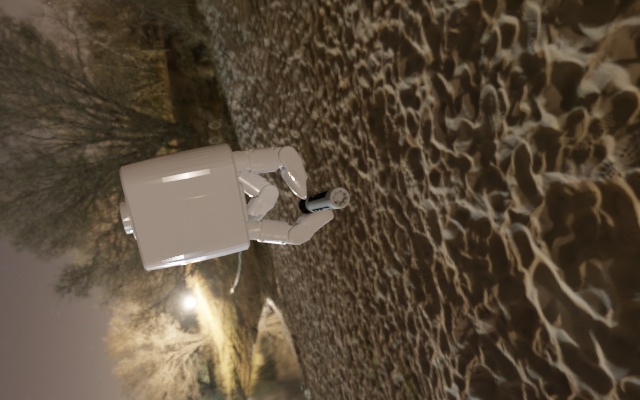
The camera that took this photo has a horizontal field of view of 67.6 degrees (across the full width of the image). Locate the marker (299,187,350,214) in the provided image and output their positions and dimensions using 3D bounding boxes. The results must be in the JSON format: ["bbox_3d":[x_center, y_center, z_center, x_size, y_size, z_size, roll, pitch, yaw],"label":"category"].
[{"bbox_3d":[0.000,0.002,0.476,0.020,0.020,0.121,0,-4,-16],"label":"marker"}]
